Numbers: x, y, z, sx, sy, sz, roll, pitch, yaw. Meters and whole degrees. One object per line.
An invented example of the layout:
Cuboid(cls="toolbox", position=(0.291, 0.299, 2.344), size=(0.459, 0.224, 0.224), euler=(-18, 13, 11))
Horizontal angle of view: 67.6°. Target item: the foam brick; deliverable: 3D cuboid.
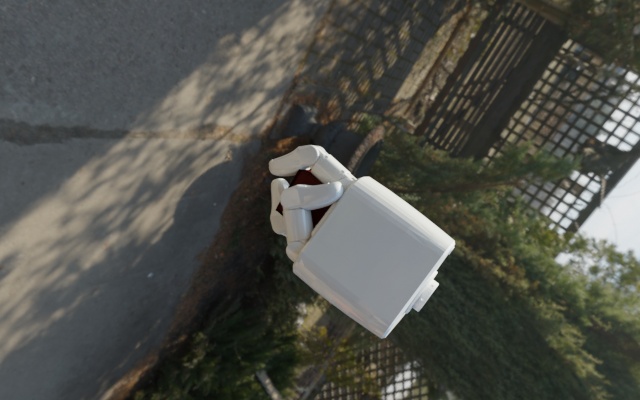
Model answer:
Cuboid(cls="foam brick", position=(0.000, 0.001, 0.504), size=(0.051, 0.053, 0.078), euler=(36, 17, 17))
